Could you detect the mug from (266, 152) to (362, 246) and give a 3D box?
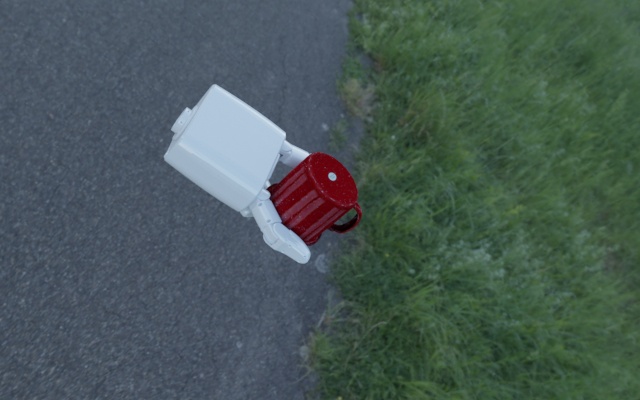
[{"bbox_3d":[0.001,0.003,0.584,0.117,0.093,0.081,34,-54,-22],"label":"mug"}]
